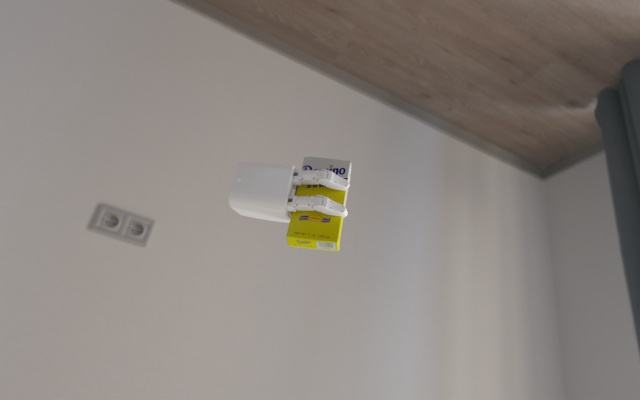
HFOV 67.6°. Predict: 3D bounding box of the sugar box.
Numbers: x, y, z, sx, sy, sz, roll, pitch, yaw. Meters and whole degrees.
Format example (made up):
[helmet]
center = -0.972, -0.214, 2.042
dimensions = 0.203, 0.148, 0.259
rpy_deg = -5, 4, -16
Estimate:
[sugar box]
center = 0.000, 0.003, 0.875
dimensions = 0.093, 0.176, 0.048
rpy_deg = 6, -29, 6
